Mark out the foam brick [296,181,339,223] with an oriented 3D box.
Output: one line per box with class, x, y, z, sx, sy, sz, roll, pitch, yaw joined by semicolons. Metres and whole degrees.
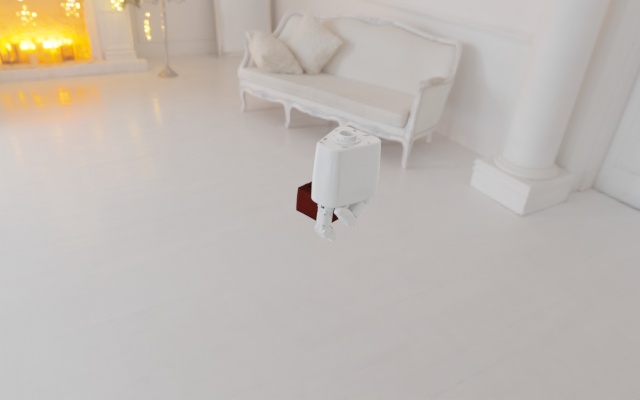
foam brick;0.000;0.003;0.886;0.078;0.051;0.053;27;37;34
